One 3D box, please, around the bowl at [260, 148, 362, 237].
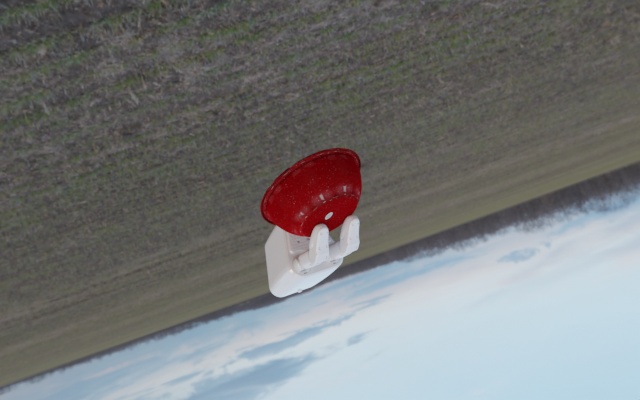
[{"bbox_3d":[0.000,0.002,0.666,0.162,0.055,0.162,-25,-28,-15],"label":"bowl"}]
